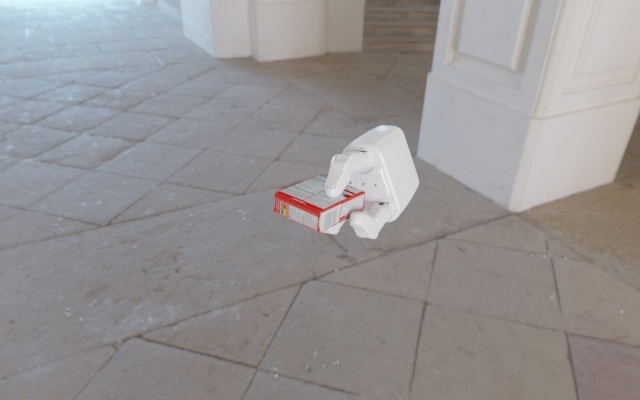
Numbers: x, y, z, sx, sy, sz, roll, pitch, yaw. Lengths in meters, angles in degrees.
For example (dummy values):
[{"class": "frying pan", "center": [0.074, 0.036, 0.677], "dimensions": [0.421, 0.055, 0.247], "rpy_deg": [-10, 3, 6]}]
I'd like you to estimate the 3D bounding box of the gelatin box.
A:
[{"class": "gelatin box", "center": [0.000, 0.002, 0.578], "dimensions": [0.073, 0.030, 0.089], "rpy_deg": [23, 30, 34]}]
